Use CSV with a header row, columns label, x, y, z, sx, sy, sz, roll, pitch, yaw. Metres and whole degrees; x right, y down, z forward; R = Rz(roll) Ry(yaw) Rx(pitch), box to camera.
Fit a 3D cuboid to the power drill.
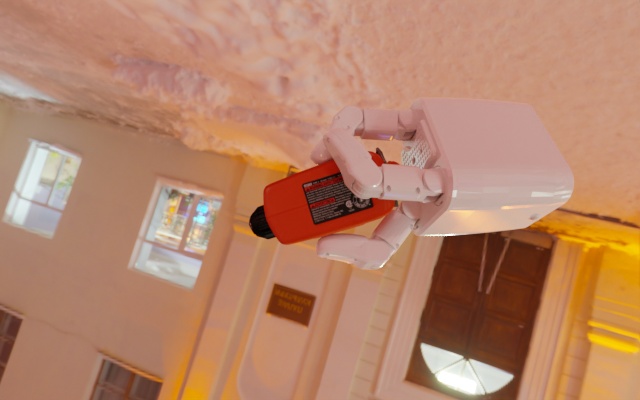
label,x,y,z,sx,sy,sz,roll,pitch,yaw
power drill,0.000,0.002,0.470,0.184,0.057,0.187,-20,0,6
